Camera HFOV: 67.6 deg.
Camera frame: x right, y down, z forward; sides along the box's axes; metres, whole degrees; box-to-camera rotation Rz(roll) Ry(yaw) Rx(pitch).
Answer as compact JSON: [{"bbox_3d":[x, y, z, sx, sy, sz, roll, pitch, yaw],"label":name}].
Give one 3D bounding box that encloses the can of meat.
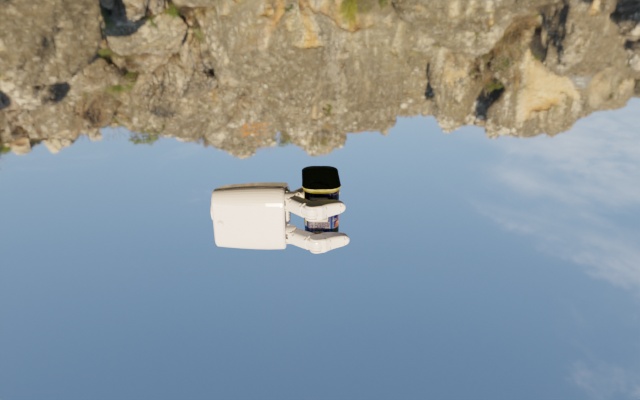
[{"bbox_3d":[0.000,0.003,0.740,0.057,0.084,0.102,-1,24,-2],"label":"can of meat"}]
